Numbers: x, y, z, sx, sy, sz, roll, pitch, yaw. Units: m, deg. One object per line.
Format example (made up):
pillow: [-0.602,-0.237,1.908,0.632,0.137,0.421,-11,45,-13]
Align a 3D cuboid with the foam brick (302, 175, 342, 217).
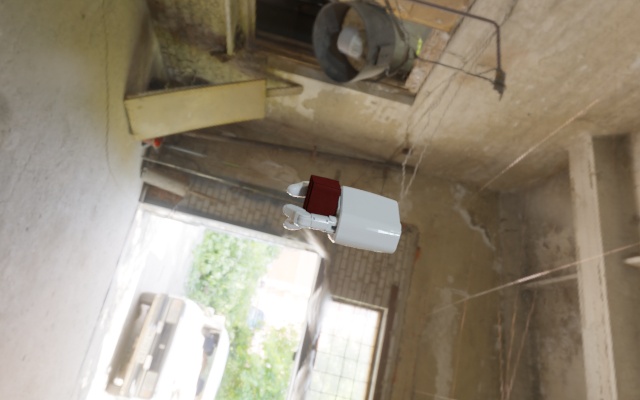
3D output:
foam brick: [0.000,0.002,0.812,0.051,0.078,0.053,12,18,-7]
